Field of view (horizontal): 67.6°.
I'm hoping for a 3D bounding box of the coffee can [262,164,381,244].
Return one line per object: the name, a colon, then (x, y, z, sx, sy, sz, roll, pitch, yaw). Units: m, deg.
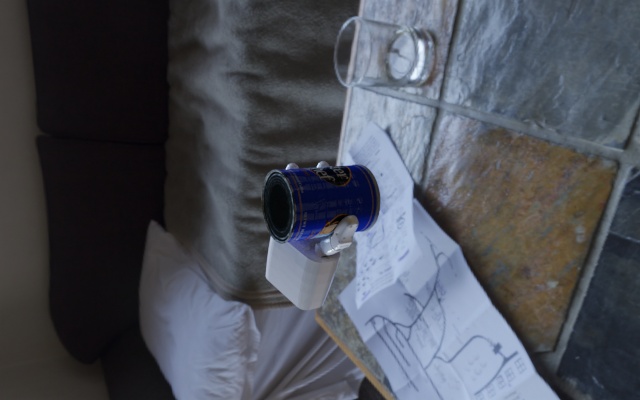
coffee can: (0.000, 0.002, 0.687, 0.140, 0.103, 0.103, -6, 3, -30)
